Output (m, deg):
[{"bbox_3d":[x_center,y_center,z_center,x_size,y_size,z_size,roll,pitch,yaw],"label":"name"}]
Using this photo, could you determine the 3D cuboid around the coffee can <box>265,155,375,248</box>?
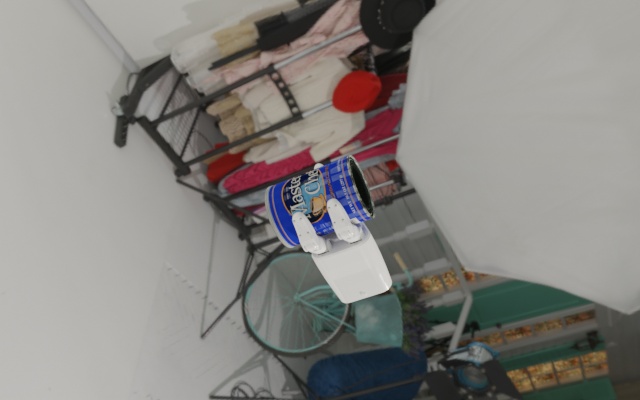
[{"bbox_3d":[0.000,0.002,0.734,0.140,0.103,0.103,-21,-6,15],"label":"coffee can"}]
